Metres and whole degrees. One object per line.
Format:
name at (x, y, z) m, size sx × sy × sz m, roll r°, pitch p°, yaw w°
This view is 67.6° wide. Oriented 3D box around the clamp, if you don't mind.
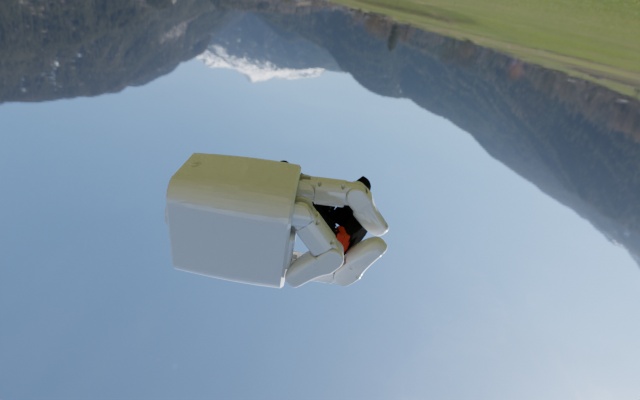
clamp at (0.000, 0.002, 0.519) m, size 0.120 × 0.039 × 0.171 m, roll 9°, pitch 23°, yaw -2°
